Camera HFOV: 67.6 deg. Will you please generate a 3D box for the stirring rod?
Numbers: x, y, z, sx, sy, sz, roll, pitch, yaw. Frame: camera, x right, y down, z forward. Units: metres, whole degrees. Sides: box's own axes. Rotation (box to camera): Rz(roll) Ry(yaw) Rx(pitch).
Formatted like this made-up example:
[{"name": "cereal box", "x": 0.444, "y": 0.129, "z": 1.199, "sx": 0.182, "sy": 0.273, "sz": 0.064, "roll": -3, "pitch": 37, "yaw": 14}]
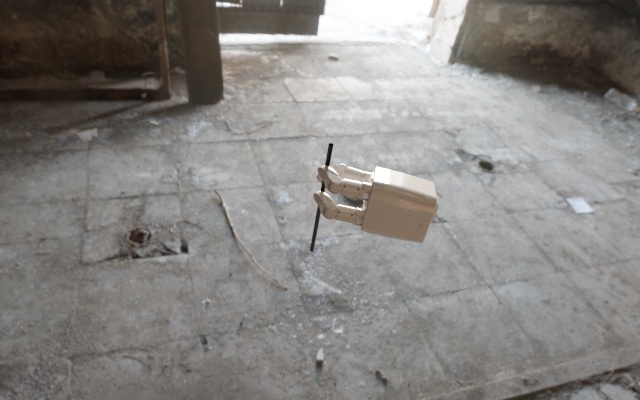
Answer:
[{"name": "stirring rod", "x": 0.000, "y": 0.003, "z": 0.840, "sx": 0.011, "sy": 0.240, "sz": 0.011, "roll": 6, "pitch": 39, "yaw": -5}]
